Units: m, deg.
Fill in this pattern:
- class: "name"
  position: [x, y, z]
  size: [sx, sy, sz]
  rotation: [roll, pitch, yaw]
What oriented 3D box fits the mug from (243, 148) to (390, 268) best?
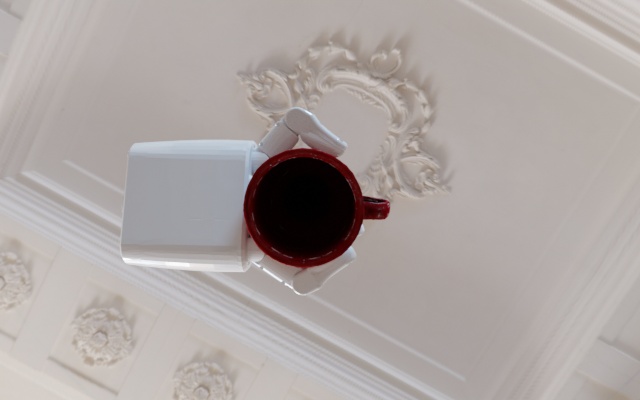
- class: "mug"
  position: [0.002, 0.001, 0.404]
  size: [0.117, 0.093, 0.081]
  rotation: [2, 8, 1]
